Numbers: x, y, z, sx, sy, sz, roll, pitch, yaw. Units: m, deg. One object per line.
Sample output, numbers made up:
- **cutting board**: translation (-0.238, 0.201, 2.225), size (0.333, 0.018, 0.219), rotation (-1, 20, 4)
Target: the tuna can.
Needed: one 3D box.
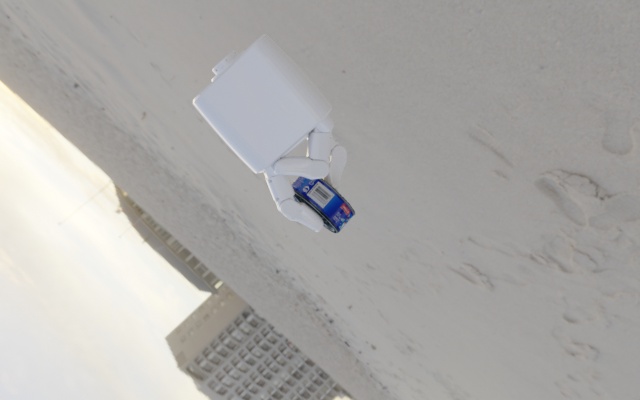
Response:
- **tuna can**: translation (0.000, 0.002, 0.594), size (0.086, 0.033, 0.086), rotation (40, -9, 8)
